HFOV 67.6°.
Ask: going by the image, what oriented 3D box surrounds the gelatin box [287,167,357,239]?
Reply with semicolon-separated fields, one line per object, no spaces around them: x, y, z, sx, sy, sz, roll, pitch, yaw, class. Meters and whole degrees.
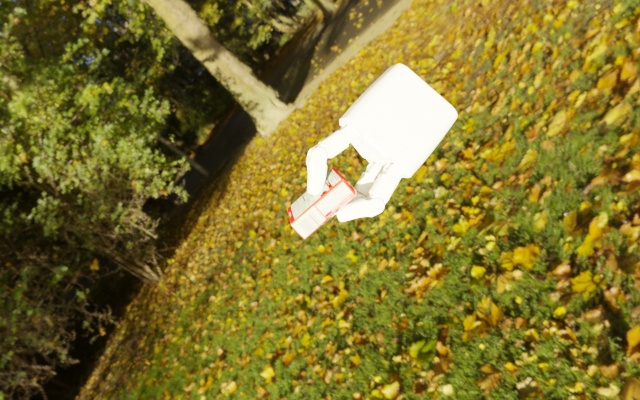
0.000;0.002;0.617;0.089;0.030;0.073;-41;16;3;gelatin box
